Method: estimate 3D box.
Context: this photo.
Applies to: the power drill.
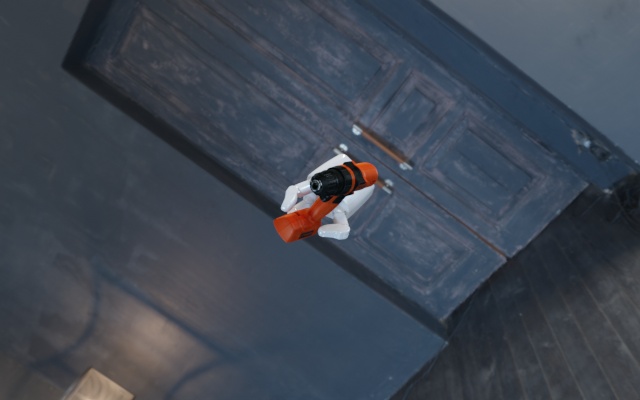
[{"bbox_3d":[0.000,0.003,0.859,0.188,0.057,0.184,-41,-16,33],"label":"power drill"}]
